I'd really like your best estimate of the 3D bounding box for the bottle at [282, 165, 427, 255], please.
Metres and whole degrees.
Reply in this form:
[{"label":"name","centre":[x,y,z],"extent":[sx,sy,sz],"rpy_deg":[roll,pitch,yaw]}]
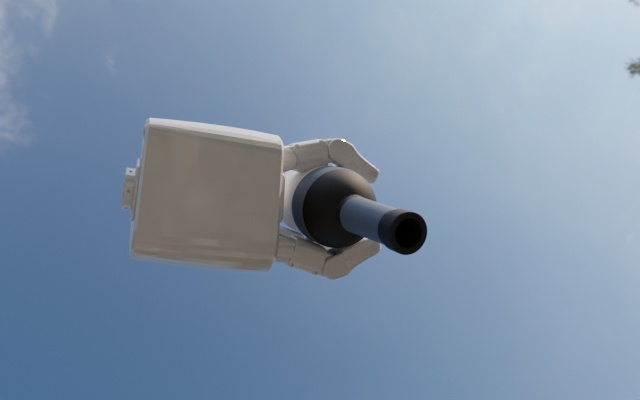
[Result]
[{"label":"bottle","centre":[0.000,0.001,0.427],"extent":[0.069,0.069,0.295],"rpy_deg":[0,7,-22]}]
